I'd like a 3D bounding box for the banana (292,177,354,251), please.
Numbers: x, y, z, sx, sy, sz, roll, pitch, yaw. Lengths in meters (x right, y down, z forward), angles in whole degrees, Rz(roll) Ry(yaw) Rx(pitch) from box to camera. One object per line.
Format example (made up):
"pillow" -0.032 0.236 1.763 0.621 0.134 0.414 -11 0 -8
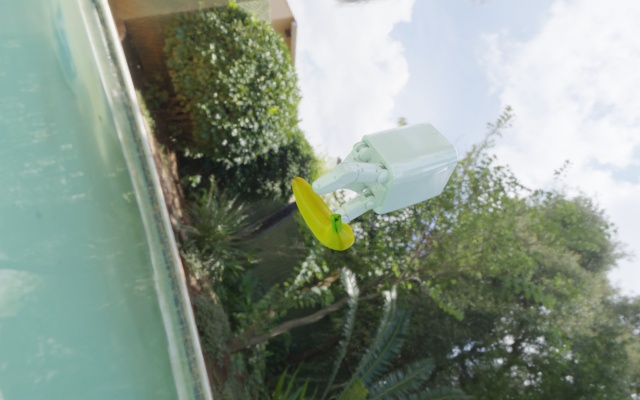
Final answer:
"banana" 0.004 0.020 0.622 0.037 0.070 0.197 -16 19 -14
